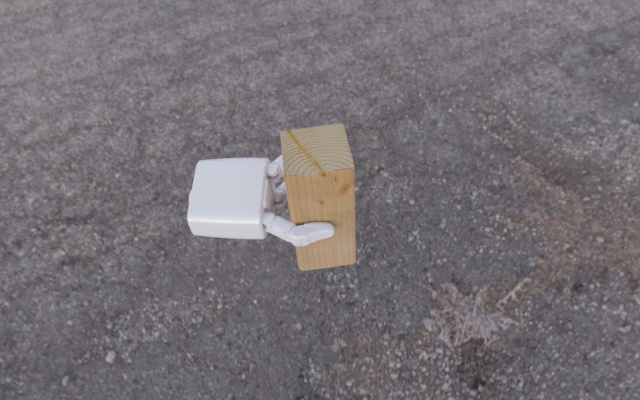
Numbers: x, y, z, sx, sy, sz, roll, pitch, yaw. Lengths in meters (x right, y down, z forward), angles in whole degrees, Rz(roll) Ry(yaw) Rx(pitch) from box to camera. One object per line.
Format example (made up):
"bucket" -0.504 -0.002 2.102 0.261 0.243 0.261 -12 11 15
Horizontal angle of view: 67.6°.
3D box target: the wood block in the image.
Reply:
"wood block" 0.000 0.002 0.691 0.090 0.090 0.206 -7 -42 -2
